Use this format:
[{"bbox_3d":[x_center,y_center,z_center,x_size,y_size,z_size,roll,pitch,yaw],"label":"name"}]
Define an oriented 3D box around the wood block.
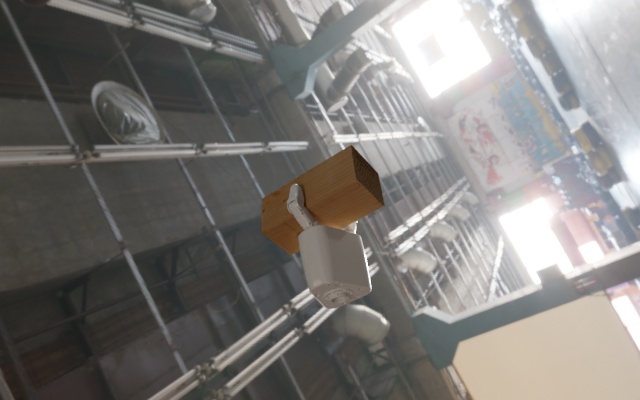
[{"bbox_3d":[0.000,0.003,0.860,0.206,0.090,0.091,-29,-50,24],"label":"wood block"}]
